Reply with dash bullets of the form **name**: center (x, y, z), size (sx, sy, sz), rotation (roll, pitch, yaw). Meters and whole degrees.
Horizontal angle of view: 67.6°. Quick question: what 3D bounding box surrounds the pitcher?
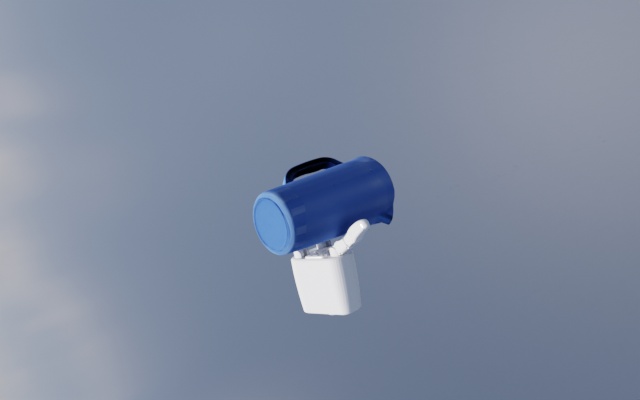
- **pitcher**: center (0.000, 0.003, 0.844), size (0.243, 0.145, 0.149), rotation (-18, 10, -40)
